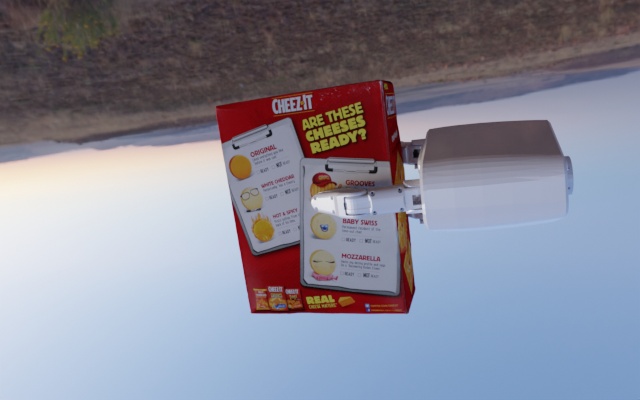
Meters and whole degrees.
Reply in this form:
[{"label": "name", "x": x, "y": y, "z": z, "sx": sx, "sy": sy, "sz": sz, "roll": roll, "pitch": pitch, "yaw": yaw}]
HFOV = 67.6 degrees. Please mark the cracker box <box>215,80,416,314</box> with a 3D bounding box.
[{"label": "cracker box", "x": 0.000, "y": 0.002, "z": 0.473, "sx": 0.164, "sy": 0.214, "sz": 0.072, "roll": -5, "pitch": 11, "yaw": 19}]
